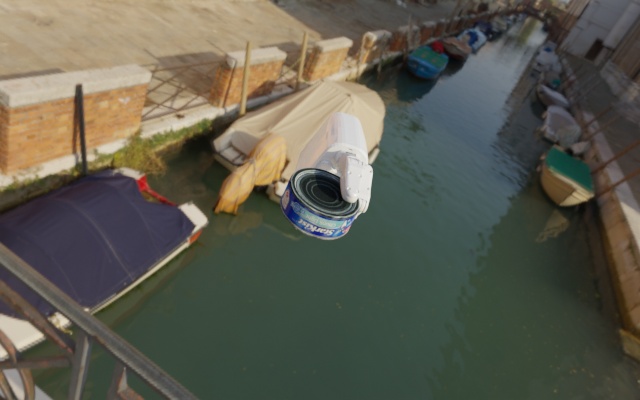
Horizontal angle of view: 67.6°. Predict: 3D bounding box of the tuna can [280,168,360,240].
[{"bbox_3d":[0.000,0.001,0.535,0.086,0.034,0.086,17,36,-13],"label":"tuna can"}]
